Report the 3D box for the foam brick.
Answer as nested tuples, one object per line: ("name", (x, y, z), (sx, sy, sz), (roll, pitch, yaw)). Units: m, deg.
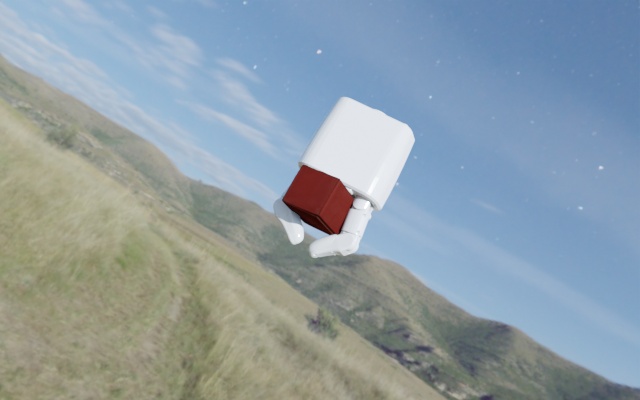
("foam brick", (0.000, 0.002, 0.564), (0.053, 0.051, 0.078), (24, -12, 27))
